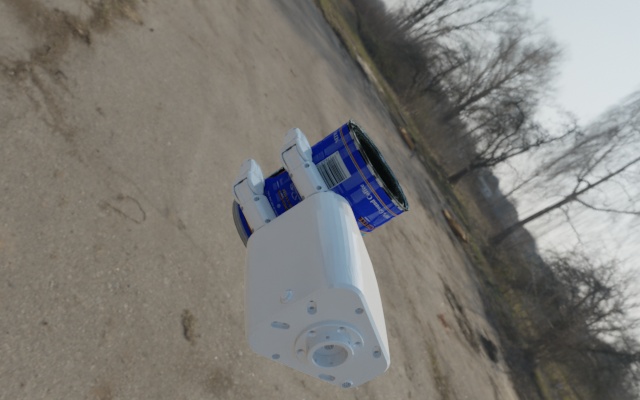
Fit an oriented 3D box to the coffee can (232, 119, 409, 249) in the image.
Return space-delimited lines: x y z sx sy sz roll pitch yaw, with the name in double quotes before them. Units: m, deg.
"coffee can" 0.000 0.002 0.470 0.140 0.103 0.103 -32 -10 16
